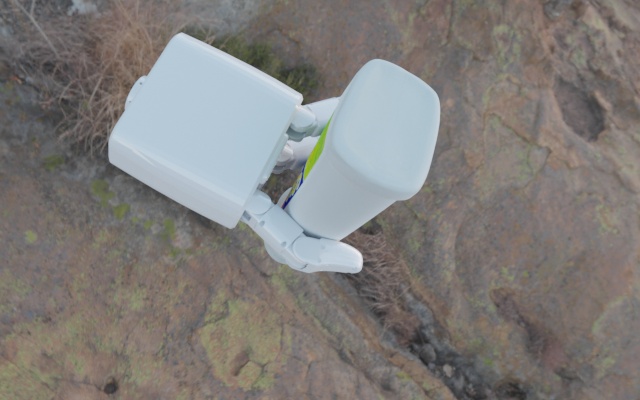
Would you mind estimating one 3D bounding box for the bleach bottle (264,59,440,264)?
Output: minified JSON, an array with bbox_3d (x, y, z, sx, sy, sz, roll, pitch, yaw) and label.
[{"bbox_3d":[0.000,0.001,0.401,0.068,0.102,0.251,28,-34,-9],"label":"bleach bottle"}]
